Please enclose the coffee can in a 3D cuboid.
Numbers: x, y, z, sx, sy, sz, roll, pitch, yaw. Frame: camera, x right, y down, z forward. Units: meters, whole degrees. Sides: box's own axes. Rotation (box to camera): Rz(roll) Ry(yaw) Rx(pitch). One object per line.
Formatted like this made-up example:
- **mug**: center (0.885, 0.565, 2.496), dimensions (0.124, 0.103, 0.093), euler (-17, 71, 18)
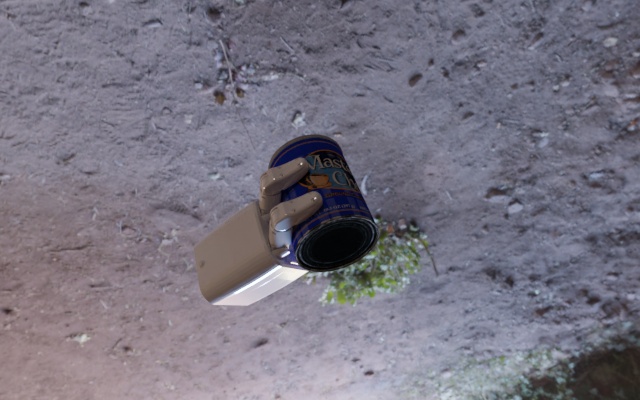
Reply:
- **coffee can**: center (0.000, 0.002, 0.590), dimensions (0.103, 0.140, 0.103), euler (-13, -40, -11)
